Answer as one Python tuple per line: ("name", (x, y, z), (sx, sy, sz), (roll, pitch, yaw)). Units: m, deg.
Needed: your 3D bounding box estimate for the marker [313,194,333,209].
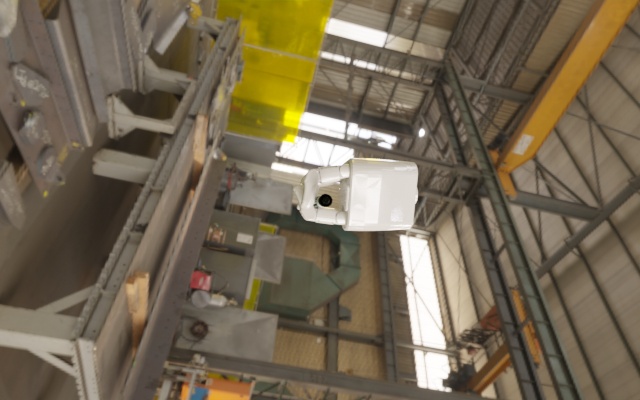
("marker", (0.000, 0.002, 0.713), (0.020, 0.020, 0.121), (0, -3, -8))
